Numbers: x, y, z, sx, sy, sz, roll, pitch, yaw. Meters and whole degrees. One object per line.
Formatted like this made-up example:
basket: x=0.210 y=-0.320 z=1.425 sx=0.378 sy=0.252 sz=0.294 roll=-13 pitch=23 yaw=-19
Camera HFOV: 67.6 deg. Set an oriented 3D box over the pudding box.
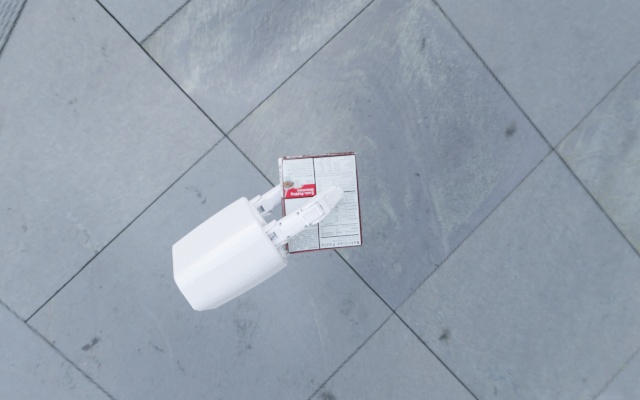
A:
pudding box: x=0.000 y=0.002 z=0.559 sx=0.090 sy=0.113 sz=0.039 roll=-5 pitch=6 yaw=-7
